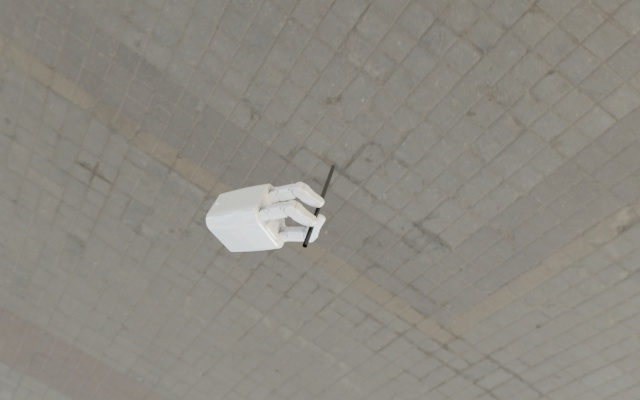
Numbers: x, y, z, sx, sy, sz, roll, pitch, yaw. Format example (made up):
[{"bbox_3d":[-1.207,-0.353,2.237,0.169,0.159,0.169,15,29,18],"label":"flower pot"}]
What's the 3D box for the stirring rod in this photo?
[{"bbox_3d":[0.000,0.003,0.860,0.011,0.011,0.239,0,36,15],"label":"stirring rod"}]
